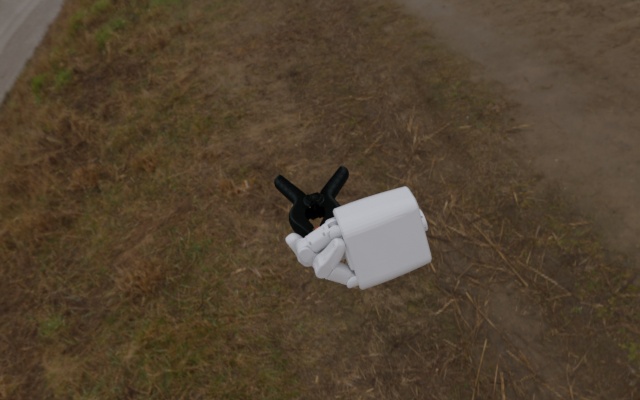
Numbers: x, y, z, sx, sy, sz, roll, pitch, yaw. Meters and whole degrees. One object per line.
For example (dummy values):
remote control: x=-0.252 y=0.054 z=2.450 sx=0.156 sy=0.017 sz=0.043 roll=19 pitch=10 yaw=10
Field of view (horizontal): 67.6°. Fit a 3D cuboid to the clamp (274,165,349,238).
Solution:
clamp: x=0.000 y=0.002 z=0.719 sx=0.120 sy=0.039 sz=0.171 roll=-18 pitch=42 yaw=-2
